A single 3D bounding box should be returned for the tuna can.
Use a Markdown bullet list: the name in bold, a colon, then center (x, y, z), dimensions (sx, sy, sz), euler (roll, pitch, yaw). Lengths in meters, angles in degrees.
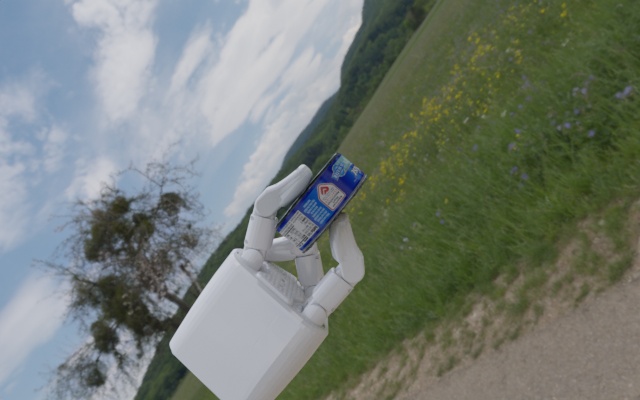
- **tuna can**: center (0.000, 0.001, 0.405), dimensions (0.034, 0.086, 0.086), euler (40, -1, -1)
